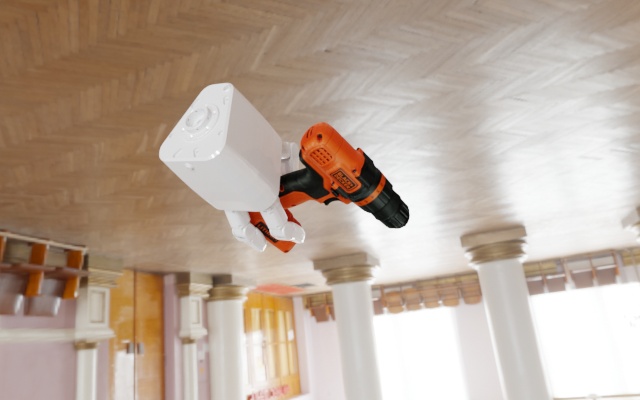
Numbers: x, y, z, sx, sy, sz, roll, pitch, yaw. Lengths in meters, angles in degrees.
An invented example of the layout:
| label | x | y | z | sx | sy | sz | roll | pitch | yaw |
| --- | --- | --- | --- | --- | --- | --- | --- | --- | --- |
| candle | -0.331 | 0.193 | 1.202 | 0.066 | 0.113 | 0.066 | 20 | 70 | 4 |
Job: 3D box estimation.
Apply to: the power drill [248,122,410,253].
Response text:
| label | x | y | z | sx | sy | sz | roll | pitch | yaw |
| --- | --- | --- | --- | --- | --- | --- | --- | --- | --- |
| power drill | 0.000 | 0.002 | 0.629 | 0.188 | 0.057 | 0.184 | -30 | -60 | 32 |
